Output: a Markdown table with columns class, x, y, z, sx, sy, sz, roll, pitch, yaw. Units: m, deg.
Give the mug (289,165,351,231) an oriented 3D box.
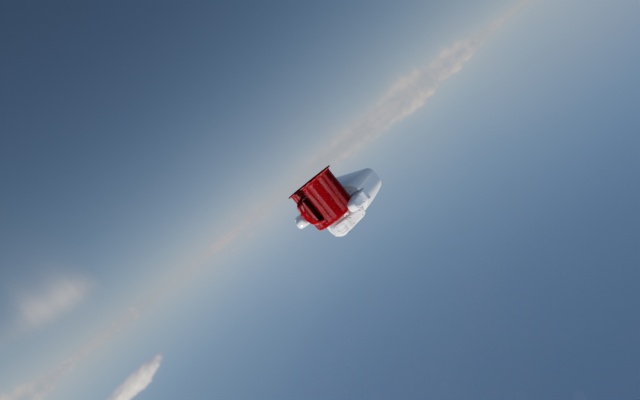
| class | x | y | z | sx | sy | sz | roll | pitch | yaw |
| --- | --- | --- | --- | --- | --- | --- | --- | --- | --- |
| mug | 0.000 | 0.003 | 0.826 | 0.093 | 0.081 | 0.117 | -36 | 5 | 33 |
